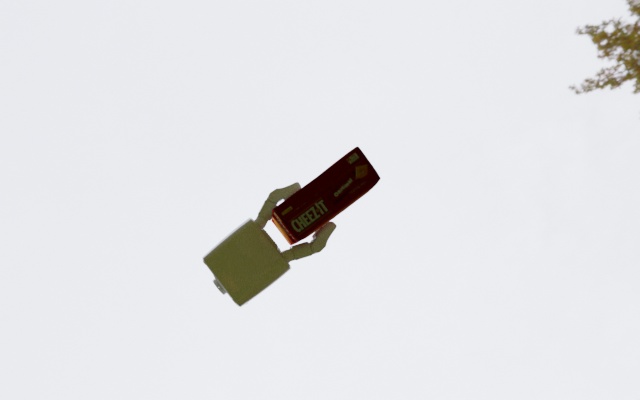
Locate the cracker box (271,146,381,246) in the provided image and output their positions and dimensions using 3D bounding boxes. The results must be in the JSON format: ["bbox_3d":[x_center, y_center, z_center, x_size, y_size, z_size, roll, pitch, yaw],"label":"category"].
[{"bbox_3d":[0.000,0.003,0.813,0.164,0.072,0.214,-38,-1,-9],"label":"cracker box"}]
